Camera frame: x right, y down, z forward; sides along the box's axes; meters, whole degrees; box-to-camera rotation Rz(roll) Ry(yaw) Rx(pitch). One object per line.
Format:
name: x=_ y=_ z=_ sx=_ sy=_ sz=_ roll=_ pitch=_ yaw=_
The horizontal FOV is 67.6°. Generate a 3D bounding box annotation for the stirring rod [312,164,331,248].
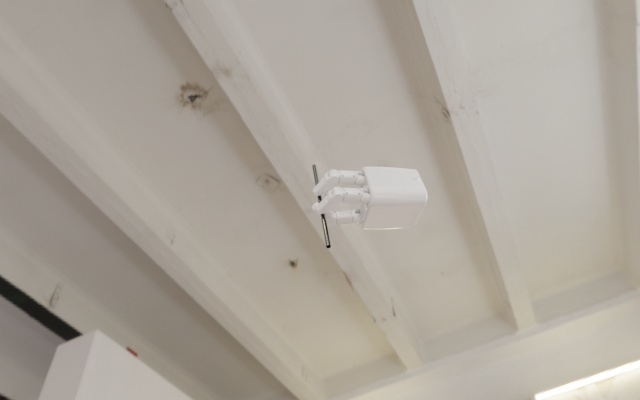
stirring rod: x=0.000 y=0.003 z=0.887 sx=0.011 sy=0.011 sz=0.239 roll=0 pitch=38 yaw=-8
